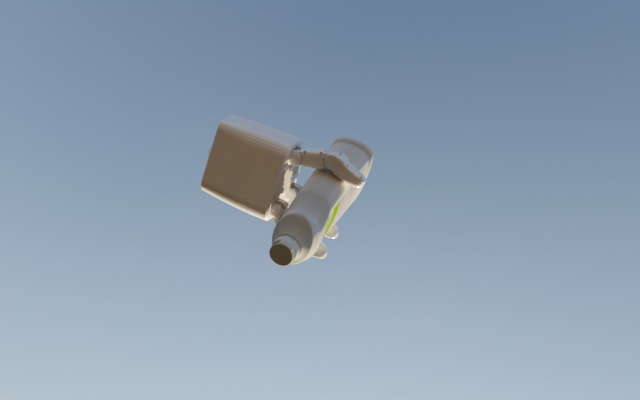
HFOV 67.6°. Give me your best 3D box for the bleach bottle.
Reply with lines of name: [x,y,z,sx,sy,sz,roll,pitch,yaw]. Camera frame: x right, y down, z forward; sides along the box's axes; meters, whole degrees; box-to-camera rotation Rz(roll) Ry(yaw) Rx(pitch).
bleach bottle: [0.000,0.002,0.628,0.068,0.103,0.250,23,30,10]
